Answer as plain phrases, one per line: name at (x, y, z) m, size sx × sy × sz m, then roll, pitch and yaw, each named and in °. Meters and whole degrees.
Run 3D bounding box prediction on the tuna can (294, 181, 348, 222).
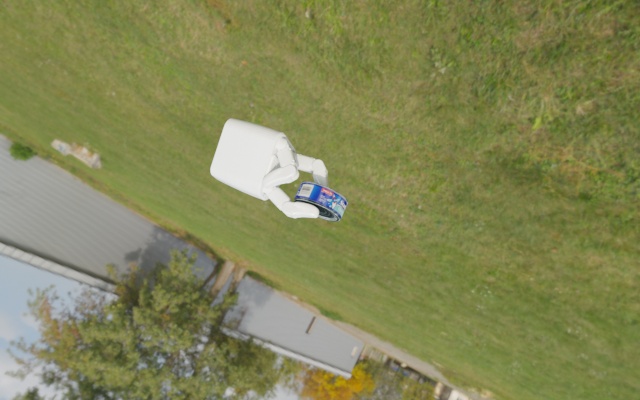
tuna can at (0.000, 0.003, 0.793) m, size 0.086 × 0.033 × 0.086 m, roll 22°, pitch -15°, yaw 6°
